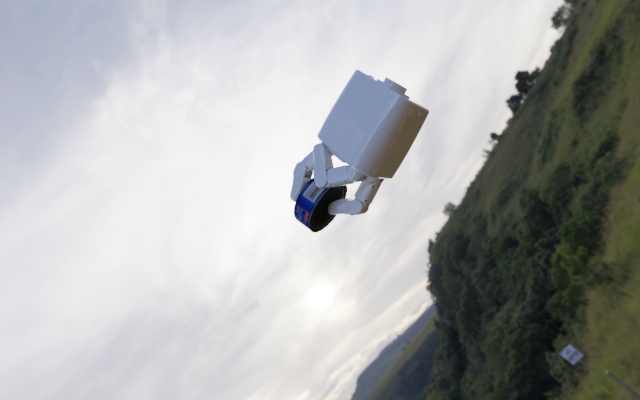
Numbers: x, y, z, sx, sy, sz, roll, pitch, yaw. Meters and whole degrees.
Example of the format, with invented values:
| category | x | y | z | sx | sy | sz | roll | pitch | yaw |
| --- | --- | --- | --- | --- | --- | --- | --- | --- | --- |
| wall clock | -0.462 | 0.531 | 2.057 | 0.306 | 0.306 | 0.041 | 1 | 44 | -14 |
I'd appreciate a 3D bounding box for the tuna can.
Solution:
| category | x | y | z | sx | sy | sz | roll | pitch | yaw |
| --- | --- | --- | --- | --- | --- | --- | --- | --- | --- |
| tuna can | 0.000 | 0.002 | 0.701 | 0.033 | 0.086 | 0.086 | 34 | 15 | 24 |
